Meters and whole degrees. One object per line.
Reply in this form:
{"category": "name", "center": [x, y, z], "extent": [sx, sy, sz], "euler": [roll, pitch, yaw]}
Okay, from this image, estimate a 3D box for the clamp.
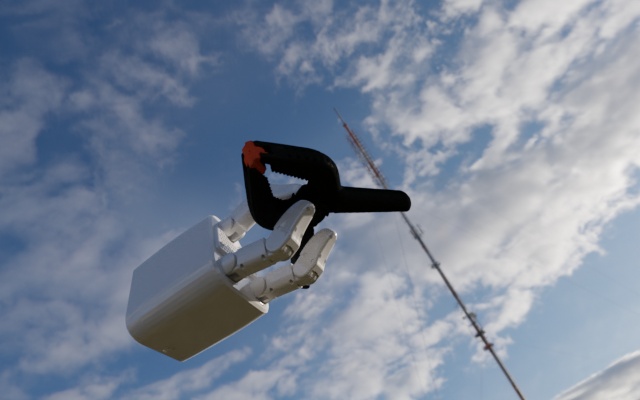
{"category": "clamp", "center": [-0.001, 0.001, 0.484], "extent": [0.164, 0.036, 0.210], "euler": [-35, -42, 2]}
